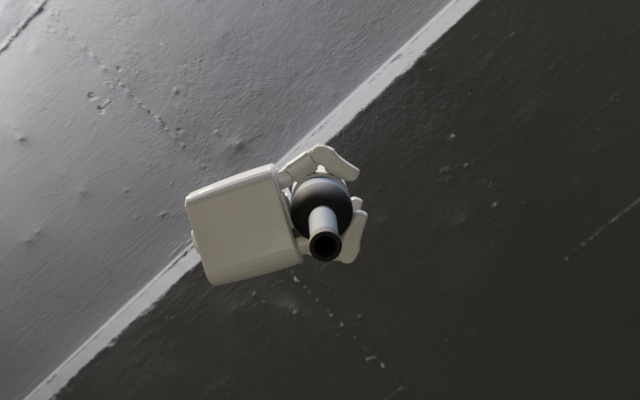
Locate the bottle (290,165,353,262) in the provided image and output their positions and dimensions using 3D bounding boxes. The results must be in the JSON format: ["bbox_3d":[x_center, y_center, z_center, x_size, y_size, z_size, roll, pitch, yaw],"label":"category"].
[{"bbox_3d":[0.000,0.002,0.538,0.069,0.069,0.295,0,14,-2],"label":"bottle"}]
